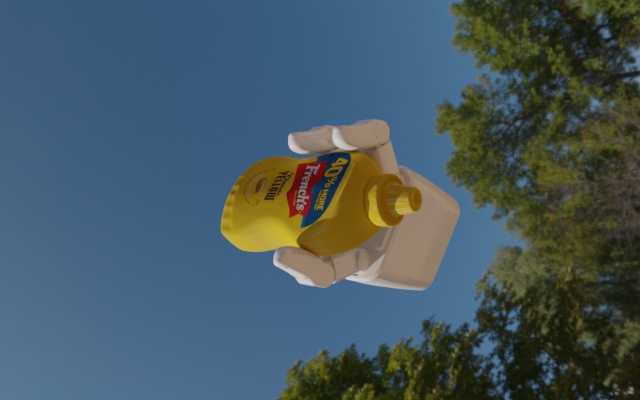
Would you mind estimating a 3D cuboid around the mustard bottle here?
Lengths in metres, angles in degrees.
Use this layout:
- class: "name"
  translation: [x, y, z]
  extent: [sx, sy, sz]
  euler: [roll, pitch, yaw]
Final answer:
- class: "mustard bottle"
  translation: [0.000, 0.001, 0.413]
  extent: [0.191, 0.096, 0.058]
  euler: [-1, -39, 42]
